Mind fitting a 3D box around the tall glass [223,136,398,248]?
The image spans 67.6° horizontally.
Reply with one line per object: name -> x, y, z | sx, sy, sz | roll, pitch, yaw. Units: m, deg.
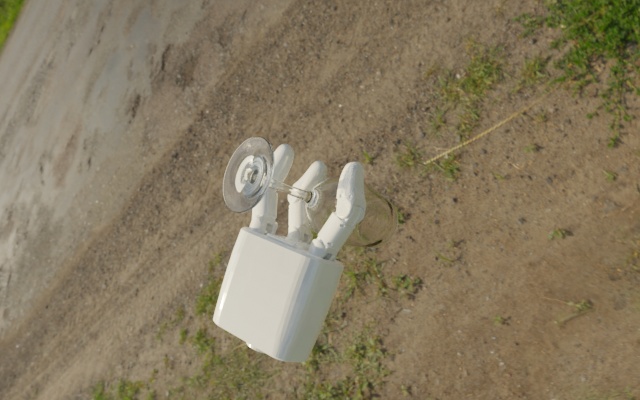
tall glass -> 0.000, 0.001, 0.508 | 0.079, 0.079, 0.201 | 0, -15, 45
